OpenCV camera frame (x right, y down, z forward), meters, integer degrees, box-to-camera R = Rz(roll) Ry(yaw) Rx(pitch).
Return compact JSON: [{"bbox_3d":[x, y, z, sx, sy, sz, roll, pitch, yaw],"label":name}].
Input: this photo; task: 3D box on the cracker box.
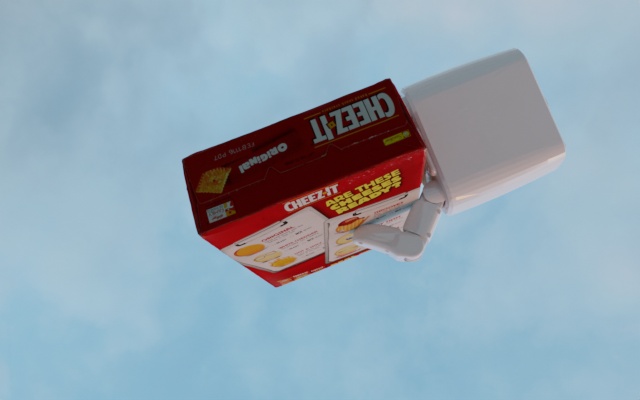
[{"bbox_3d":[0.000,0.002,0.423,0.164,0.072,0.214,-22,-22,1],"label":"cracker box"}]
